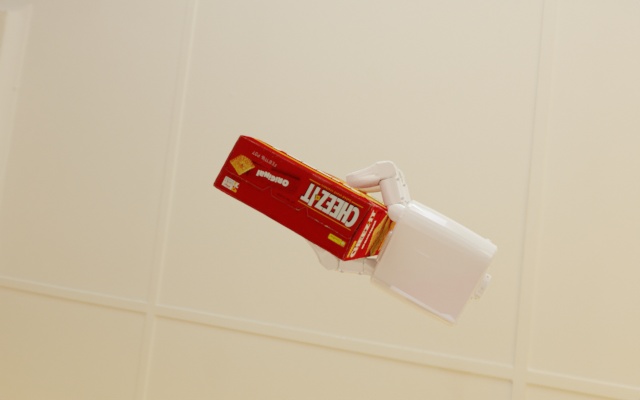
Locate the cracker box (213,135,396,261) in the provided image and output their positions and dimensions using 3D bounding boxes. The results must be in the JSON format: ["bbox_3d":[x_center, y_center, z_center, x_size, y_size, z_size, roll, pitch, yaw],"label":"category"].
[{"bbox_3d":[0.000,0.002,0.573,0.164,0.072,0.214,28,3,17],"label":"cracker box"}]
